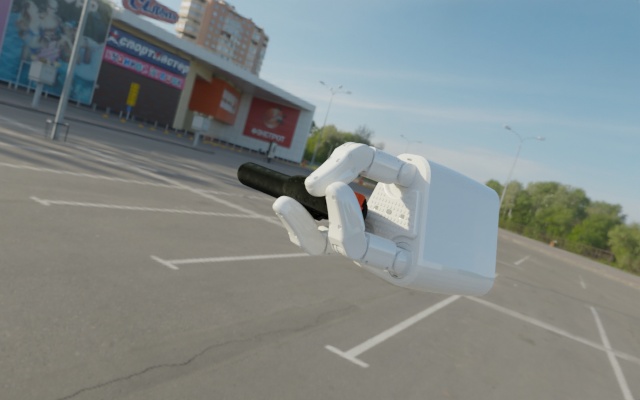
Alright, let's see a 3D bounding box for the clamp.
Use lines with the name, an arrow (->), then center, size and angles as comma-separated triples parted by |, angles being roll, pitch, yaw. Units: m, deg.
clamp -> 0.000, 0.001, 0.460 | 0.120, 0.039, 0.171 | 18, 2, -33
